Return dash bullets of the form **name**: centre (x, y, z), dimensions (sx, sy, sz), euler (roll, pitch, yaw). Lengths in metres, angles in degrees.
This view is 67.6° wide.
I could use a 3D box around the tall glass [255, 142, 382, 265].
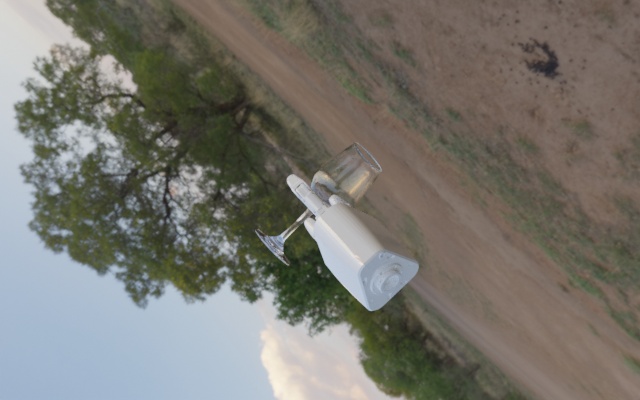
- **tall glass**: centre (0.000, 0.003, 0.719), dimensions (0.201, 0.079, 0.079), euler (-44, 1, -1)
